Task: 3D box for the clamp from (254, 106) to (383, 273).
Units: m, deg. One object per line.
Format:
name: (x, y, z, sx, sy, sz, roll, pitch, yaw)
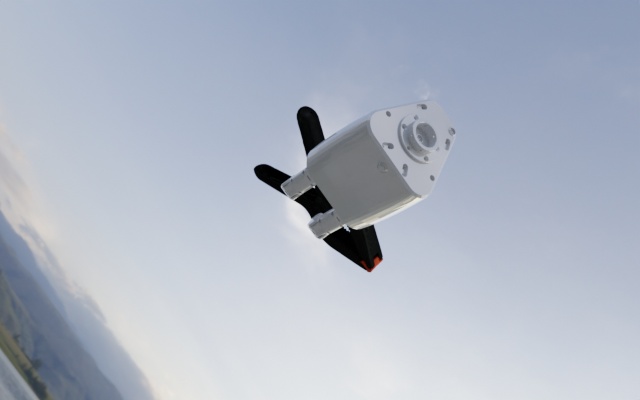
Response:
clamp: (0.001, 0.002, 0.604, 0.036, 0.210, 0.164, -37, 5, -34)
